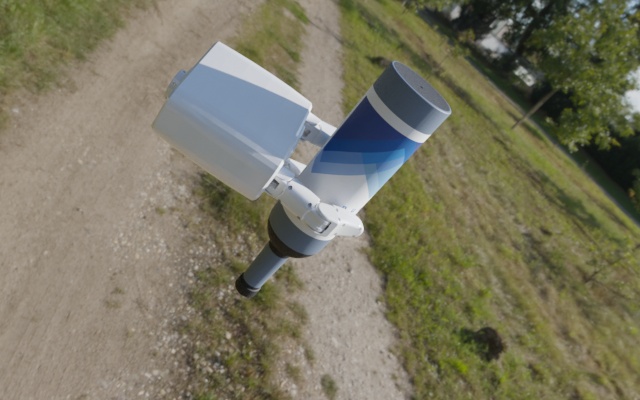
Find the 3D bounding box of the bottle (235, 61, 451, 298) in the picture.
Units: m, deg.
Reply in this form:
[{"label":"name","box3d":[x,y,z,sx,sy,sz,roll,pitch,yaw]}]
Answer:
[{"label":"bottle","box3d":[0.000,0.001,0.471,0.069,0.069,0.296,0,-41,-51]}]
